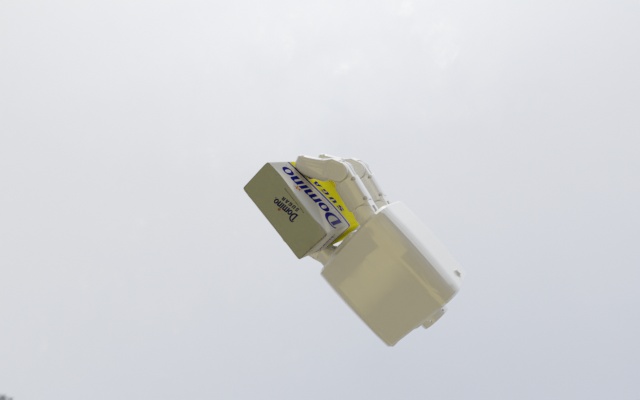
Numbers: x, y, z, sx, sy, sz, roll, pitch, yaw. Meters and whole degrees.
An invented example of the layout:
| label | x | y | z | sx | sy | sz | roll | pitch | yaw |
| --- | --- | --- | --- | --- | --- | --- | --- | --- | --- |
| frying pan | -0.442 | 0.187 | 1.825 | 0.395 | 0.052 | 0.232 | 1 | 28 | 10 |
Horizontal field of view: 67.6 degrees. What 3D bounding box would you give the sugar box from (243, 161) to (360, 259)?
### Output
| label | x | y | z | sx | sy | sz | roll | pitch | yaw |
| --- | --- | --- | --- | --- | --- | --- | --- | --- | --- |
| sugar box | 0.001 | 0.001 | 0.525 | 0.048 | 0.093 | 0.176 | -44 | -12 | 19 |
